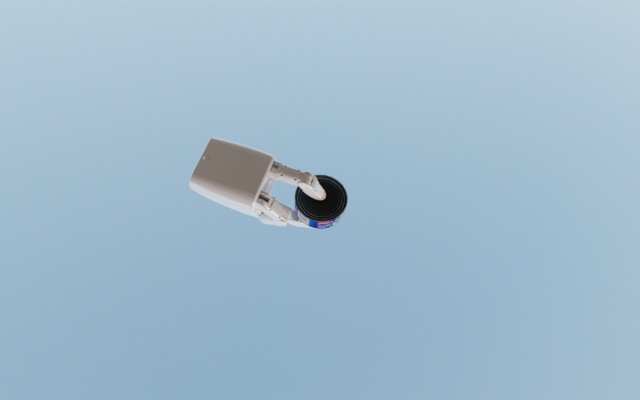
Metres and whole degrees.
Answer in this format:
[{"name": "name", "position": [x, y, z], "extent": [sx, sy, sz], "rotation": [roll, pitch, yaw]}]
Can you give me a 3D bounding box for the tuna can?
[{"name": "tuna can", "position": [0.000, 0.003, 0.780], "extent": [0.086, 0.086, 0.034], "rotation": [0, -28, -5]}]
